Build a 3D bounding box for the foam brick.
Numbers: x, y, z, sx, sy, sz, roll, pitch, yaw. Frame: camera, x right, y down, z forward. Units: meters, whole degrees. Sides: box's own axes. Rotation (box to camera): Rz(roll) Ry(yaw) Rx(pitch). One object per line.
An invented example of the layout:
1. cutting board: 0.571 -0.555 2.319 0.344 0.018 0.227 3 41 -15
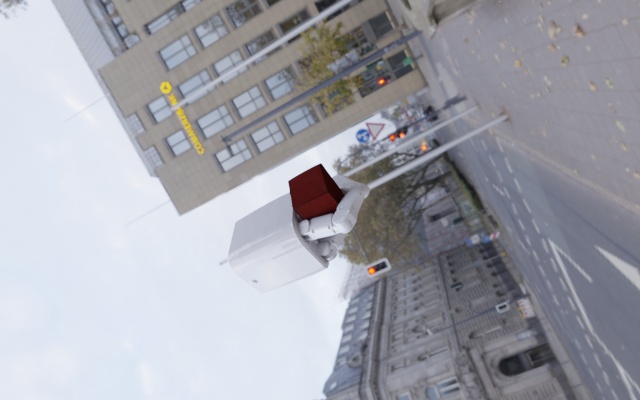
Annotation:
1. foam brick: 0.000 0.002 0.618 0.051 0.053 0.078 -25 -44 14
